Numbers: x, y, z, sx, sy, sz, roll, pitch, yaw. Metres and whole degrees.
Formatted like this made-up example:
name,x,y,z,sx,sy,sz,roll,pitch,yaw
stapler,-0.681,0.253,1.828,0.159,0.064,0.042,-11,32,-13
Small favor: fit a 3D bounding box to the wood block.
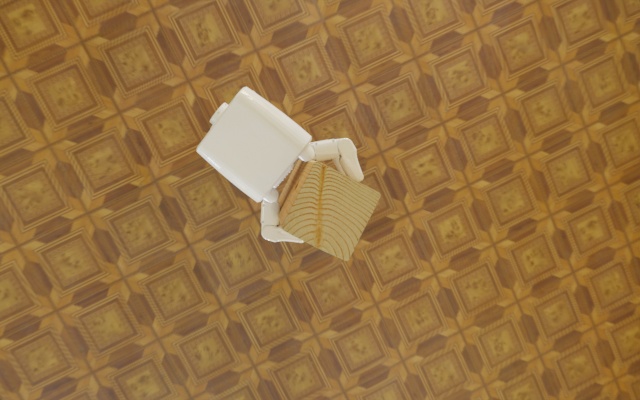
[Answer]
name,x,y,z,sx,sy,sz,roll,pitch,yaw
wood block,0.000,0.002,0.647,0.090,0.091,0.206,27,3,-9
